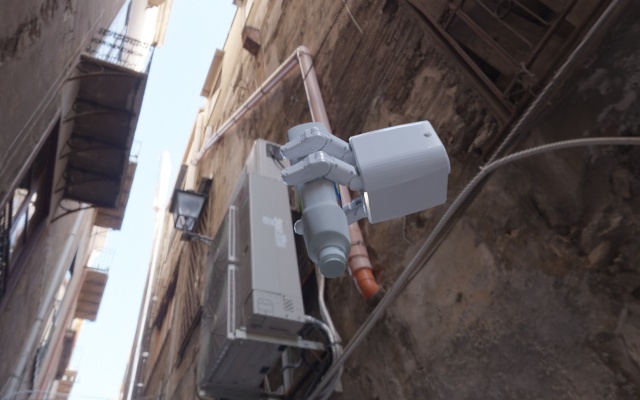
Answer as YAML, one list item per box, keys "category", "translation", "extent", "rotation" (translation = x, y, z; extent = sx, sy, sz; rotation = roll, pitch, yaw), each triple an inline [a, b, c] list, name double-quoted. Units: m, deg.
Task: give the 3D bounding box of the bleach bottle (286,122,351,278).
- category: "bleach bottle"
  translation: [0.000, 0.002, 0.613]
  extent: [0.068, 0.103, 0.250]
  rotation: [-13, 39, 2]
